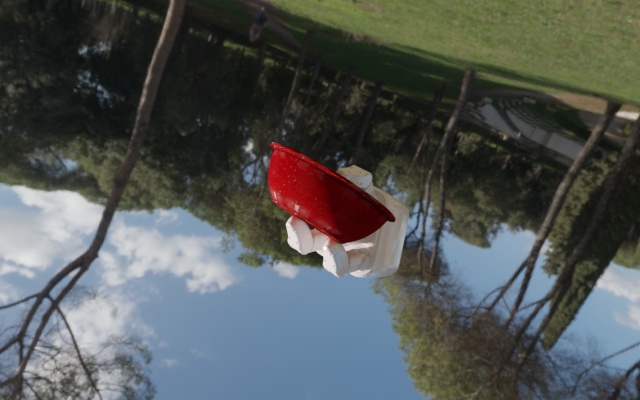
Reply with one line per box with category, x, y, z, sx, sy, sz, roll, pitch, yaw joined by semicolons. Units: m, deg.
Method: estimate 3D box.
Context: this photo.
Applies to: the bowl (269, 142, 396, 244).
bowl;-0.001;0.002;0.527;0.162;0.055;0.162;32;-4;3
